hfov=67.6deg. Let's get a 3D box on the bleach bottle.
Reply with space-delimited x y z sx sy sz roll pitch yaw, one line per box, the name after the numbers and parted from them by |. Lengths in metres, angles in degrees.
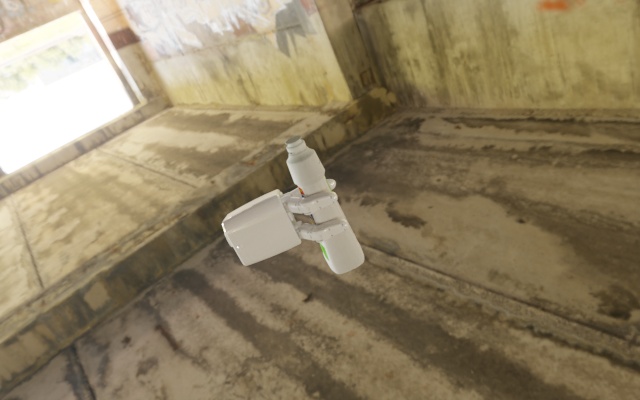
0.000 0.003 0.825 0.068 0.251 0.102 -25 26 -3 | bleach bottle
